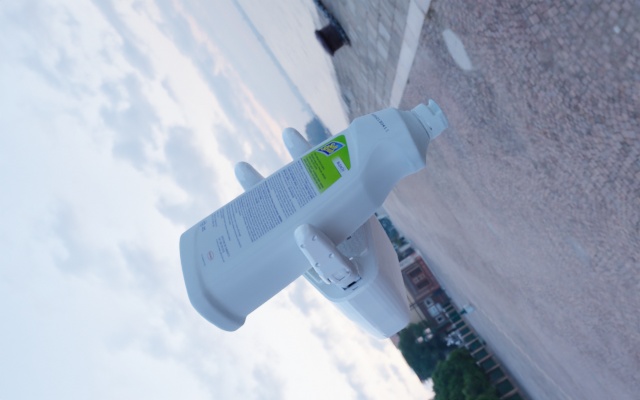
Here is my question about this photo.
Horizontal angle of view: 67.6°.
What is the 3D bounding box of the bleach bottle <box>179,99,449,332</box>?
[{"bbox_3d":[0.000,0.001,0.408,0.251,0.102,0.068,-34,-46,5],"label":"bleach bottle"}]
